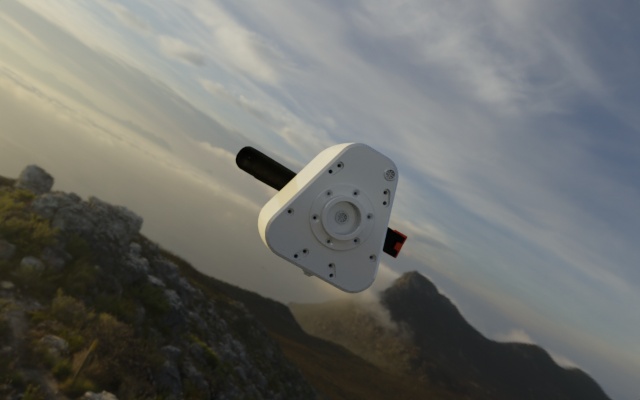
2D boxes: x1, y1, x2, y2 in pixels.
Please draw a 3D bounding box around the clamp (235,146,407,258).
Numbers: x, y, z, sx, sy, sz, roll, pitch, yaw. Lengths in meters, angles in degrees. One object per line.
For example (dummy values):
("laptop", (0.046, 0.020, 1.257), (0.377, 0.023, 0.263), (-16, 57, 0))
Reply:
("clamp", (0.001, 0.001, 0.553), (0.210, 0.036, 0.164), (29, -1, -8))
